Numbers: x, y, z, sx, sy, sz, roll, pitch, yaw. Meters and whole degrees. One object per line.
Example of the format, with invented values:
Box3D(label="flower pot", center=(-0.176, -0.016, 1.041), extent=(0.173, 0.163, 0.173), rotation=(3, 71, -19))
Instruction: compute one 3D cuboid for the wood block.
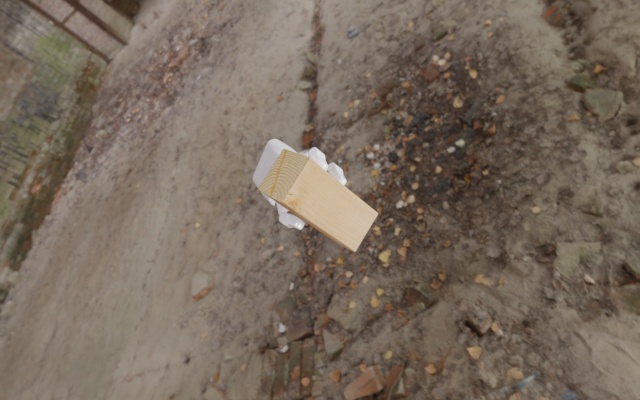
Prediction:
Box3D(label="wood block", center=(0.000, 0.003, 0.883), extent=(0.206, 0.091, 0.090), rotation=(36, -7, -38))
